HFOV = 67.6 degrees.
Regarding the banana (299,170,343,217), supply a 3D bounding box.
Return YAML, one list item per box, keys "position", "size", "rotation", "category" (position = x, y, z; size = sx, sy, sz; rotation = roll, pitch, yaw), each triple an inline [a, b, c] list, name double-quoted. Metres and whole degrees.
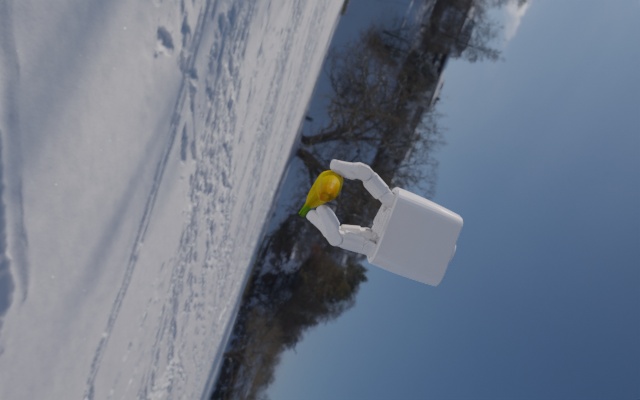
- position: [0.007, -0.014, 0.722]
  size: [0.037, 0.069, 0.198]
  rotation: [25, -12, -4]
  category: "banana"
